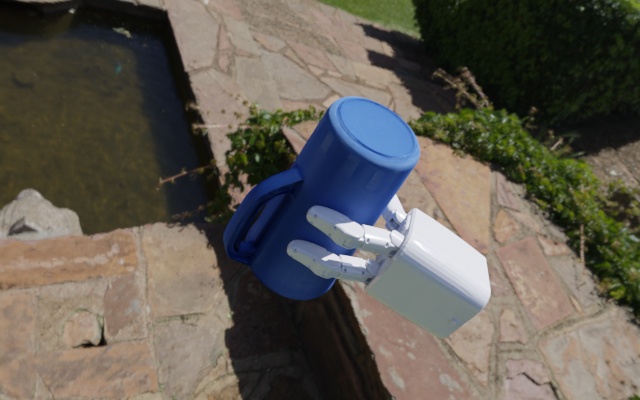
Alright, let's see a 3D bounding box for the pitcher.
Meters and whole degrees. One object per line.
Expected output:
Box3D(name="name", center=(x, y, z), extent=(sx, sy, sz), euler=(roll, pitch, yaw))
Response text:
Box3D(name="pitcher", center=(0.000, 0.002, 0.557), extent=(0.145, 0.243, 0.149), euler=(35, 41, 3))
